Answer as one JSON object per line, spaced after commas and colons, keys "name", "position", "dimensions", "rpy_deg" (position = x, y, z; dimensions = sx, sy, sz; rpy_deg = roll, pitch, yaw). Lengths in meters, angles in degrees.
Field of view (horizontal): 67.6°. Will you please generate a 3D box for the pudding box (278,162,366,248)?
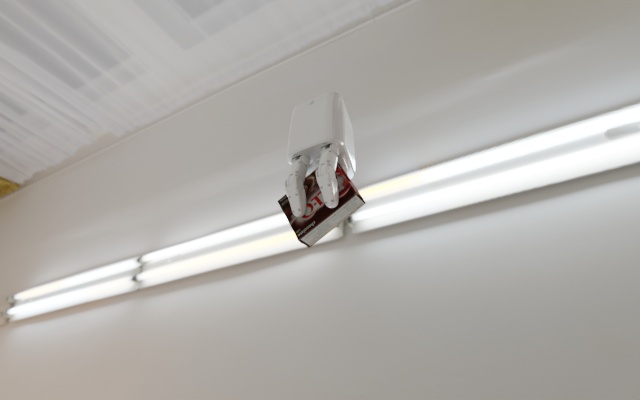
{"name": "pudding box", "position": [0.000, 0.002, 0.723], "dimensions": [0.039, 0.113, 0.090], "rpy_deg": [38, 15, -46]}
